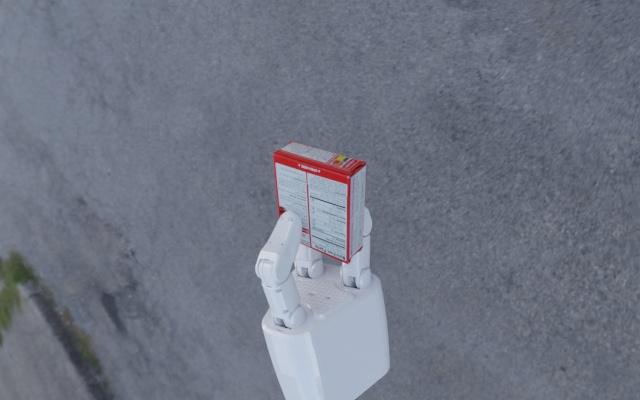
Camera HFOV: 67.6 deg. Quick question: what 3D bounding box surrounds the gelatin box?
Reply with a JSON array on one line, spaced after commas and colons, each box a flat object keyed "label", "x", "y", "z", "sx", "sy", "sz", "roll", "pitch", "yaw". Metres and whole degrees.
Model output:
[{"label": "gelatin box", "x": 0.000, "y": 0.001, "z": 0.402, "sx": 0.073, "sy": 0.089, "sz": 0.030, "roll": 19, "pitch": 40, "yaw": 28}]
